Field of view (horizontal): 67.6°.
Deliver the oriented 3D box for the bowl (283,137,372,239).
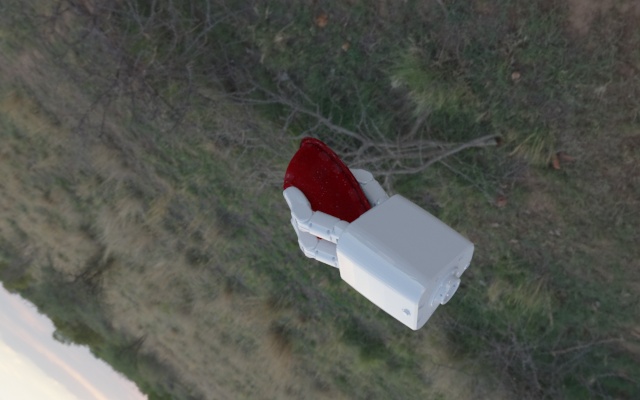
[{"bbox_3d":[-0.001,0.002,0.611,0.055,0.162,0.162,-33,10,-17],"label":"bowl"}]
